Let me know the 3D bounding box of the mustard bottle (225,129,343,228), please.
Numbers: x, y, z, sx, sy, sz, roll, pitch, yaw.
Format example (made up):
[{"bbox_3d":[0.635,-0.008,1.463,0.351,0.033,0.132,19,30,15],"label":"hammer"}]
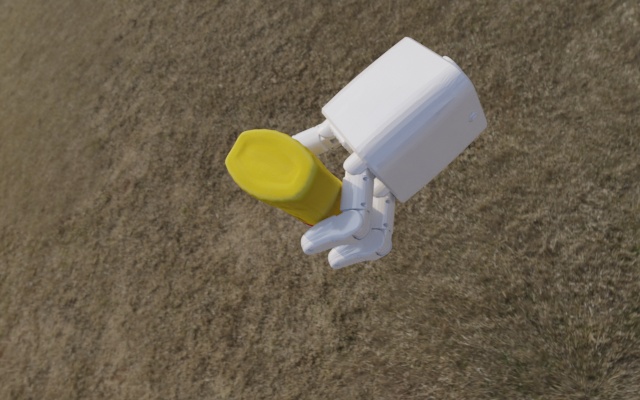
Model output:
[{"bbox_3d":[0.000,0.002,0.460,0.096,0.058,0.192,25,-7,34],"label":"mustard bottle"}]
